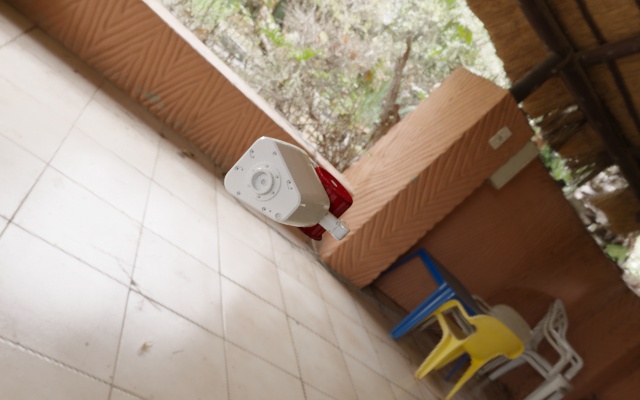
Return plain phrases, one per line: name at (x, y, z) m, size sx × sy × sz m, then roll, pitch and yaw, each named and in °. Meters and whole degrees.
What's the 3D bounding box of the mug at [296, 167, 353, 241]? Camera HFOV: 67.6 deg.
mug at (0.001, 0.002, 0.756) m, size 0.081 × 0.093 × 0.117 m, roll -45°, pitch -15°, yaw 12°
